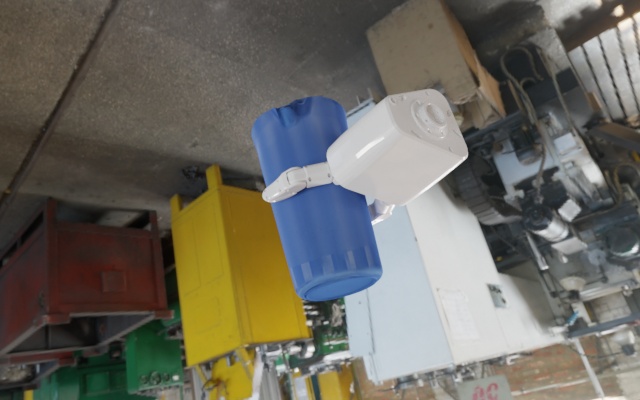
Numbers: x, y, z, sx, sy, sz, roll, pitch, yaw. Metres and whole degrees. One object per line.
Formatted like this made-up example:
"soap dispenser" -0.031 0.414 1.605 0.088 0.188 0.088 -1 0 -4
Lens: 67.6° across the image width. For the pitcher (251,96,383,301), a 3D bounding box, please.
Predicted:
"pitcher" 0.000 0.002 0.624 0.149 0.242 0.145 3 -29 -34
